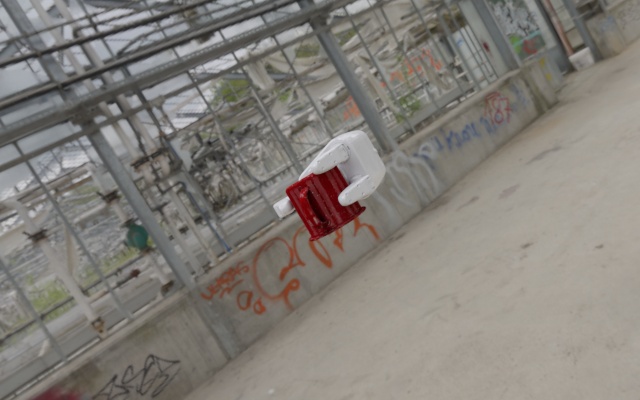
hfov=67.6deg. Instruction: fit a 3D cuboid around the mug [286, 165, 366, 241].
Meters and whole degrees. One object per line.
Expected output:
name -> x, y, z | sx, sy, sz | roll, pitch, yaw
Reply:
mug -> -0.001, 0.002, 0.658 | 0.093, 0.081, 0.117 | -29, 4, 25
